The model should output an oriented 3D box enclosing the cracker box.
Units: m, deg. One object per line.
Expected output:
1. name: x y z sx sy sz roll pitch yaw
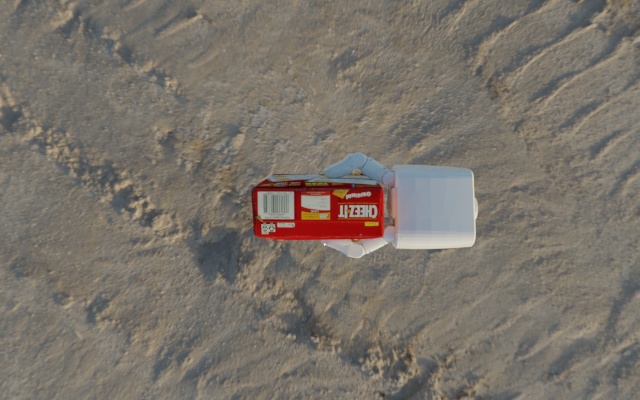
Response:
1. cracker box: 0.000 0.002 0.685 0.164 0.072 0.213 0 7 2
